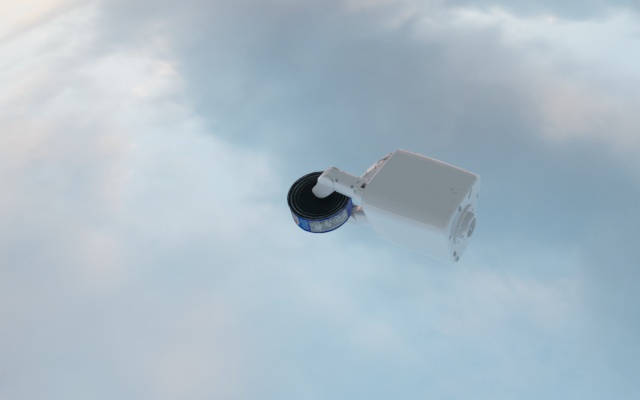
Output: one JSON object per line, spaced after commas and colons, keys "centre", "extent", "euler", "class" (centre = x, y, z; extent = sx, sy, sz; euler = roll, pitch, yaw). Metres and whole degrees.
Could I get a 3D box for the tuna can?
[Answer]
{"centre": [0.000, 0.002, 0.642], "extent": [0.086, 0.086, 0.034], "euler": [0, -41, 12], "class": "tuna can"}
